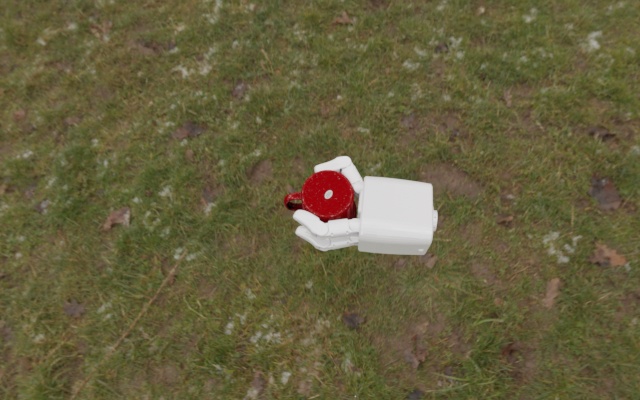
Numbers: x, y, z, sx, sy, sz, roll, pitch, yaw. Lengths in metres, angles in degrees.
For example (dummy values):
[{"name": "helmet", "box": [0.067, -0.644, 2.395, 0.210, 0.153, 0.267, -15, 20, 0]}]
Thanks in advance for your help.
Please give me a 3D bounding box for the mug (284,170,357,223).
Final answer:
[{"name": "mug", "box": [-0.001, 0.002, 0.759, 0.117, 0.093, 0.081, 4, -22, 5]}]
